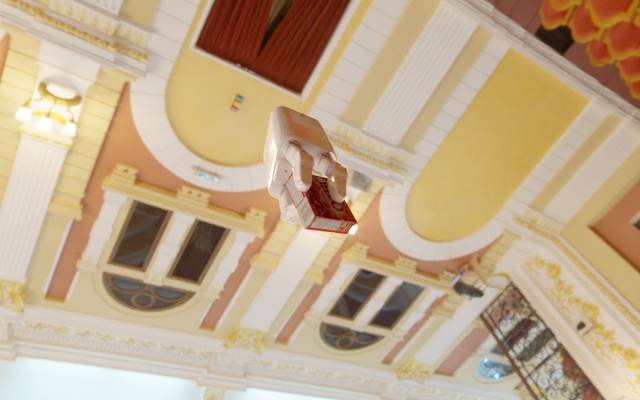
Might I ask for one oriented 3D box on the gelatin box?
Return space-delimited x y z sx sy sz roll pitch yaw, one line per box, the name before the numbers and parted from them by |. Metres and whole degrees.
gelatin box | 0.000 0.003 0.649 0.073 0.089 0.030 10 -50 -37
